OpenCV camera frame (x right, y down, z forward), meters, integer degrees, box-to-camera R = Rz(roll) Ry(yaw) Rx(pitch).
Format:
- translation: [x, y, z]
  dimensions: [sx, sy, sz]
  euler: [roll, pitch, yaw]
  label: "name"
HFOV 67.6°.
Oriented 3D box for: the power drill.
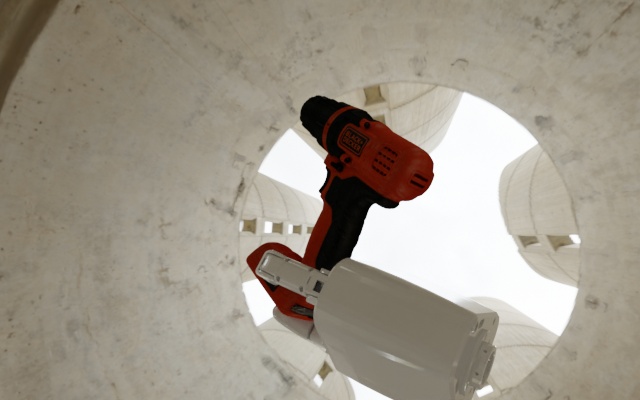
- translation: [0.000, 0.002, 0.450]
  dimensions: [0.057, 0.188, 0.184]
  euler: [18, 16, -37]
  label: "power drill"
